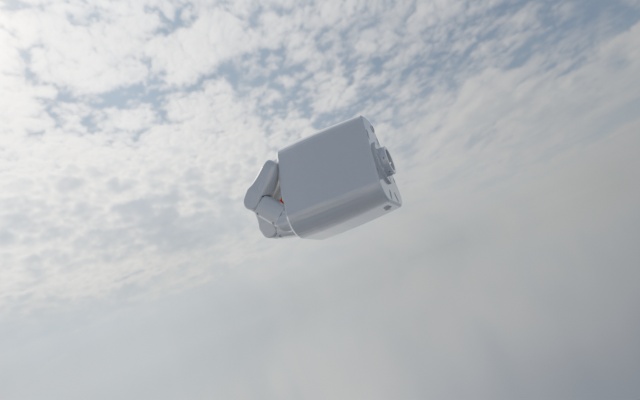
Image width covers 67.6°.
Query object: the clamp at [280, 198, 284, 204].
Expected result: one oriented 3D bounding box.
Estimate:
[{"bbox_3d":[0.000,0.002,0.639,0.120,0.039,0.171,-20,-9,19],"label":"clamp"}]
